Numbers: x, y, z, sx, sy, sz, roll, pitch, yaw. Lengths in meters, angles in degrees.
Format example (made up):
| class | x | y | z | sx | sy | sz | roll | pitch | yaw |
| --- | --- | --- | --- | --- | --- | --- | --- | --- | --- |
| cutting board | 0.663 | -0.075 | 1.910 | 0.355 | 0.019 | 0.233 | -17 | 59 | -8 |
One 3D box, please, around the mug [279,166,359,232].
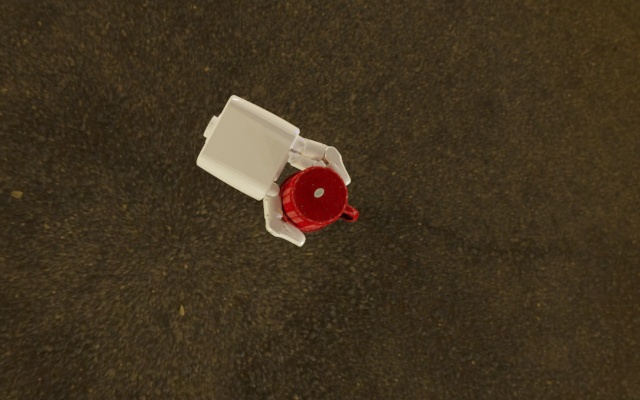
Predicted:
| class | x | y | z | sx | sy | sz | roll | pitch | yaw |
| --- | --- | --- | --- | --- | --- | --- | --- | --- | --- |
| mug | 0.001 | 0.003 | 0.679 | 0.117 | 0.093 | 0.081 | 26 | -12 | -10 |
